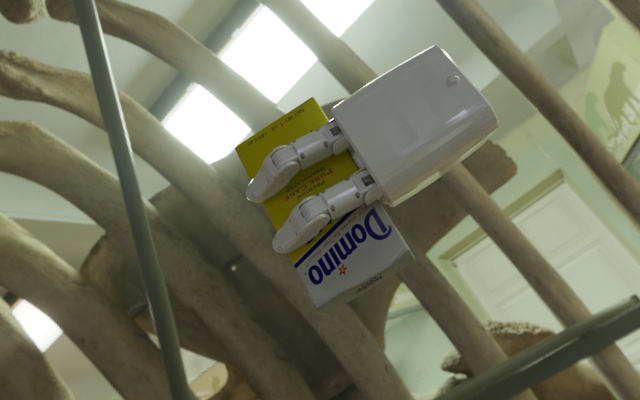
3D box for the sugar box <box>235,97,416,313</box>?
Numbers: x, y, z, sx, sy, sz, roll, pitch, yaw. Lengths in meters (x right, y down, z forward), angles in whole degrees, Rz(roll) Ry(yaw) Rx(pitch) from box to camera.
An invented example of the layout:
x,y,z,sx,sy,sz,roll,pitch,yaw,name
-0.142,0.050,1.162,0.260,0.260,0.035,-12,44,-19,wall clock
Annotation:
x,y,z,sx,sy,sz,roll,pitch,yaw,name
0.000,0.001,0.433,0.093,0.176,0.048,-33,-25,6,sugar box
